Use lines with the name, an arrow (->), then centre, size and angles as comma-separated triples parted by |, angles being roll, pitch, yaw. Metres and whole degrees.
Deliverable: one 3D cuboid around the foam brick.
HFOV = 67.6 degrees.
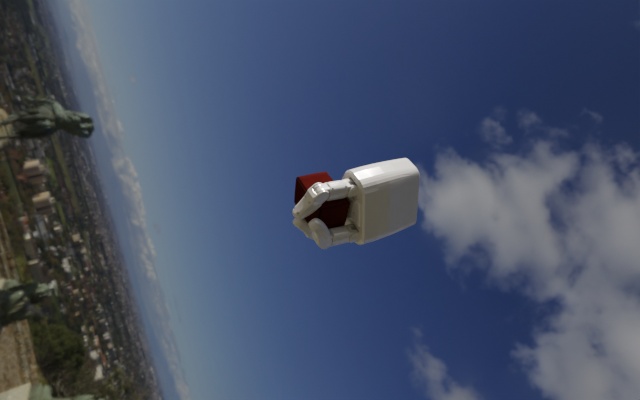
foam brick -> 0.000, 0.002, 0.721 | 0.051, 0.053, 0.078 | -15, 48, -24
